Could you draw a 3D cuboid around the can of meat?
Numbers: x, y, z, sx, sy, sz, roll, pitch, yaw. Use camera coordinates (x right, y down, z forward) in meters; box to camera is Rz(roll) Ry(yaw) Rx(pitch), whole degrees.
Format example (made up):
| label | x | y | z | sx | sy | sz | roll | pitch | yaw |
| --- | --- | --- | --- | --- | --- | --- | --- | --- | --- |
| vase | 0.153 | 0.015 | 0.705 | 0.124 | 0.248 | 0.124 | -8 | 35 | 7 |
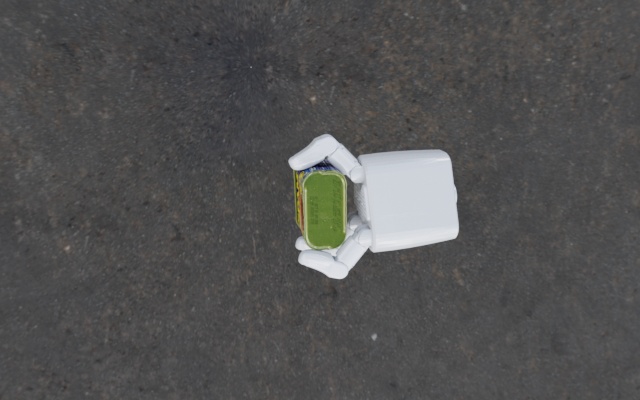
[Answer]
| label | x | y | z | sx | sy | sz | roll | pitch | yaw |
| --- | --- | --- | --- | --- | --- | --- | --- | --- | --- |
| can of meat | 0.000 | 0.002 | 0.587 | 0.057 | 0.102 | 0.084 | -4 | 16 | -7 |
